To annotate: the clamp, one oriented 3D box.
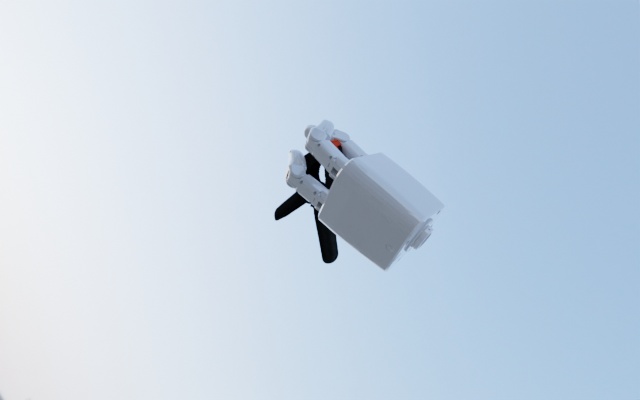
[{"bbox_3d":[0.000,0.002,0.640,0.120,0.172,0.039,41,44,18],"label":"clamp"}]
